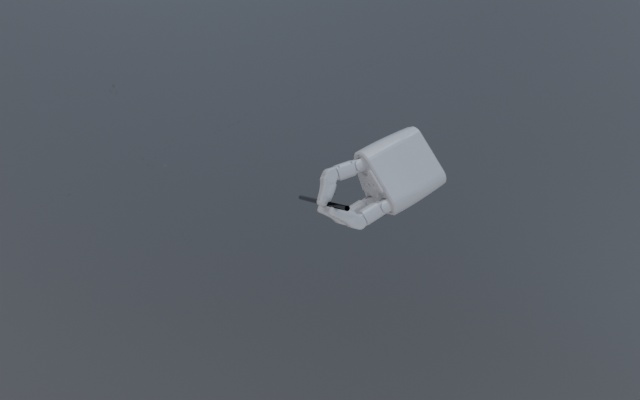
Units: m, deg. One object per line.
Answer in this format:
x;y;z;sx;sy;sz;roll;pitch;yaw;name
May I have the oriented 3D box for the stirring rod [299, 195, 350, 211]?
0.000;0.002;0.776;0.011;0.011;0.239;0;4;-18;stirring rod
